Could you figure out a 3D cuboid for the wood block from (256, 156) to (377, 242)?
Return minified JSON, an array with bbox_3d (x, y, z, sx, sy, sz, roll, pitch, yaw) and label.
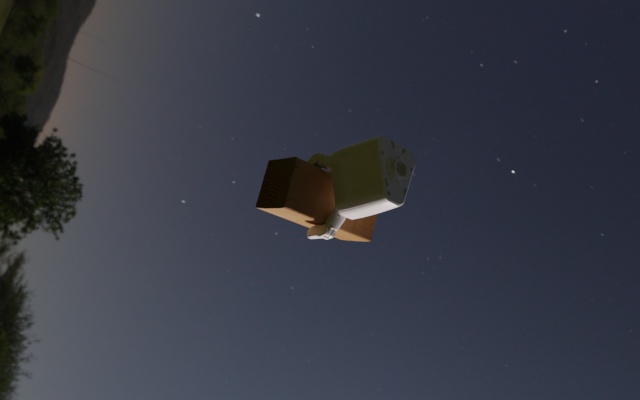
[{"bbox_3d":[0.000,0.003,0.861,0.206,0.091,0.090,23,-15,-36],"label":"wood block"}]
